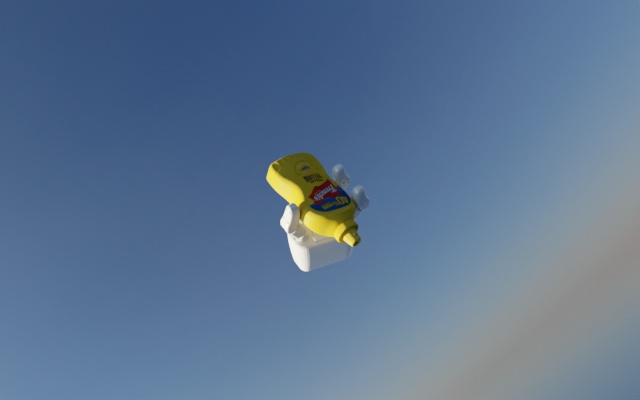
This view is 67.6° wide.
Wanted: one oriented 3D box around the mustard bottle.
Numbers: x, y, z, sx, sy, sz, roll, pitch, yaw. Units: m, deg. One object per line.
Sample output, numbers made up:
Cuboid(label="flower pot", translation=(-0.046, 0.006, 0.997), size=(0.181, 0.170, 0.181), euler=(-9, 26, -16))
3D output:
Cuboid(label="mustard bottle", translation=(0.000, 0.002, 0.783), size=(0.096, 0.058, 0.191), euler=(-17, 55, -38))
